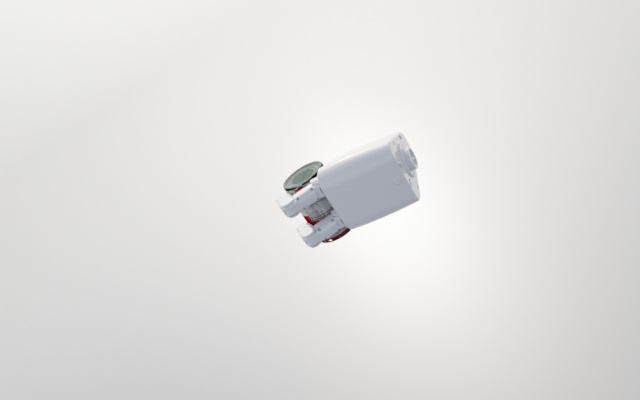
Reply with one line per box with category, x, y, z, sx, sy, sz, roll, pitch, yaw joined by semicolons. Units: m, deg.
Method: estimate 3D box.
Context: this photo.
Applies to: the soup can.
soup can;0.000;0.002;0.692;0.068;0.102;0.068;-28;23;13
